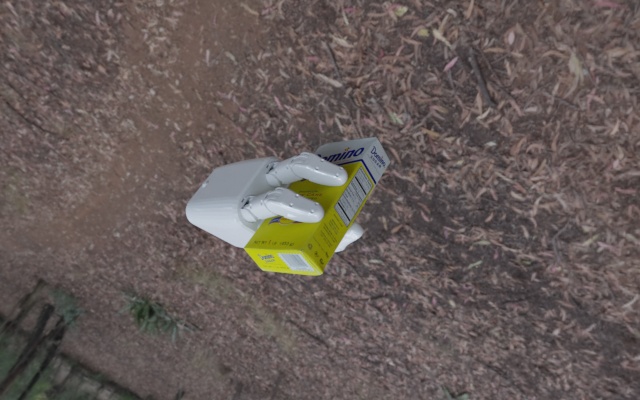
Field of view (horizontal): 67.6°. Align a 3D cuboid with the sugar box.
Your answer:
[{"bbox_3d":[0.000,0.001,0.537,0.093,0.176,0.048,-2,-45,42],"label":"sugar box"}]
